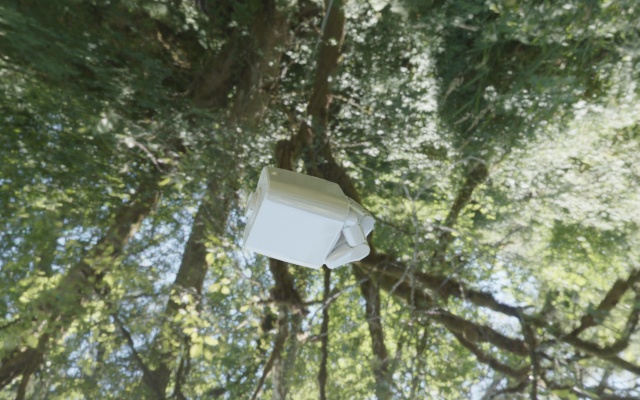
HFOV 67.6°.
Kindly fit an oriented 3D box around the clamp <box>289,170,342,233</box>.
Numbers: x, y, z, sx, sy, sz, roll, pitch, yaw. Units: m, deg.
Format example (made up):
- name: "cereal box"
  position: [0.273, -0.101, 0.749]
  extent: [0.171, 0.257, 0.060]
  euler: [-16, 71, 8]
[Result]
- name: "clamp"
  position: [0.000, 0.003, 0.731]
  extent: [0.120, 0.039, 0.171]
  euler: [18, 13, -17]
